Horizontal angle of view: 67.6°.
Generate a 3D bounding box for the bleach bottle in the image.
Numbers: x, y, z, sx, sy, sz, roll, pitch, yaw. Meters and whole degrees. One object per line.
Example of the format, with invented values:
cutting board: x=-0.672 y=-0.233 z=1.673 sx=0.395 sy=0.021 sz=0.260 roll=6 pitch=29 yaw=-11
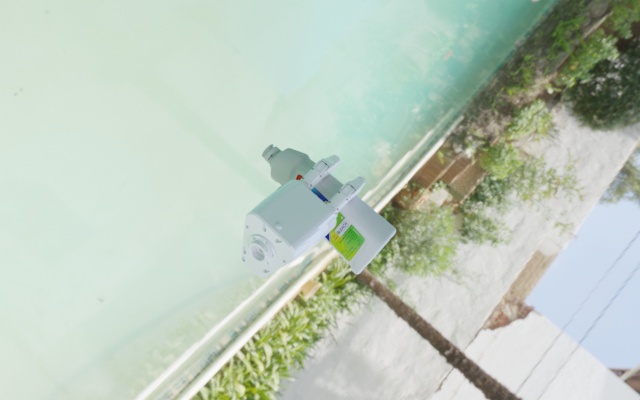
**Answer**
bleach bottle: x=0.000 y=0.003 z=0.791 sx=0.068 sy=0.251 sz=0.103 roll=-40 pitch=-12 yaw=-46
